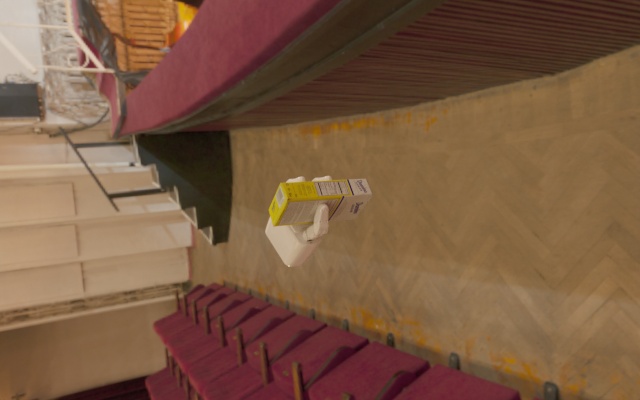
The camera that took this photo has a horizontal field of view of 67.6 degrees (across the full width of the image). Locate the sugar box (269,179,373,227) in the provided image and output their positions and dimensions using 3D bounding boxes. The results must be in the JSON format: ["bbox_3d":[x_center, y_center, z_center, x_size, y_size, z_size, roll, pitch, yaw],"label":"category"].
[{"bbox_3d":[0.000,0.003,0.900,0.176,0.048,0.093,-6,-30,-27],"label":"sugar box"}]
